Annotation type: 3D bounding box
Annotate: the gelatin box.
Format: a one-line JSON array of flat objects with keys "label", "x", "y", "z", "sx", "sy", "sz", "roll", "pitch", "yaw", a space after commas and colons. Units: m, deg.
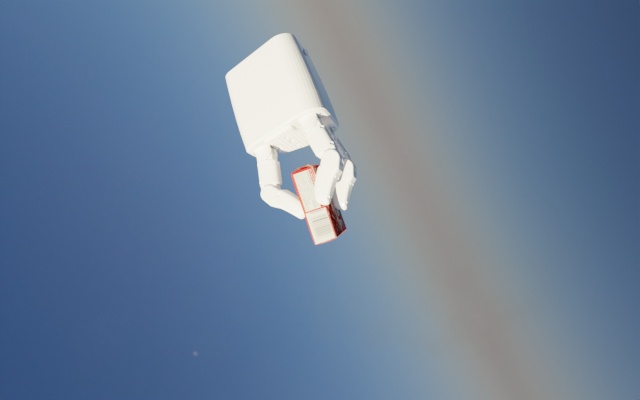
[{"label": "gelatin box", "x": 0.000, "y": 0.002, "z": 0.568, "sx": 0.030, "sy": 0.089, "sz": 0.073, "roll": -19, "pitch": 0, "yaw": 13}]
